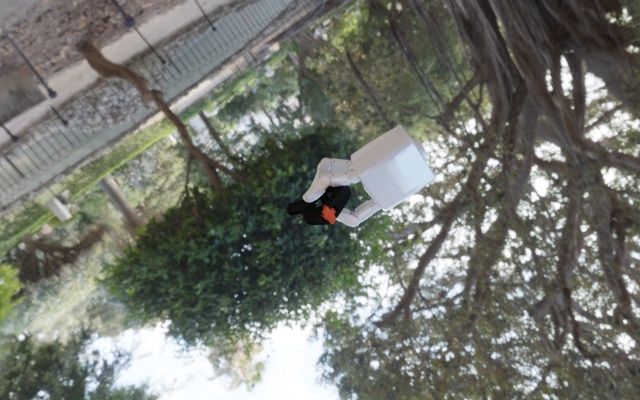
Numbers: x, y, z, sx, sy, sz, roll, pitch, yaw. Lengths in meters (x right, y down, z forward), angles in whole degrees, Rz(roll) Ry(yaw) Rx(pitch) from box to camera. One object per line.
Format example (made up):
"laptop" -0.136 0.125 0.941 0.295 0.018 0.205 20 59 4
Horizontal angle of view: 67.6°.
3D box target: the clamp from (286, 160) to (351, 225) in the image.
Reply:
"clamp" 0.001 0.003 0.848 0.164 0.036 0.210 -35 14 13
